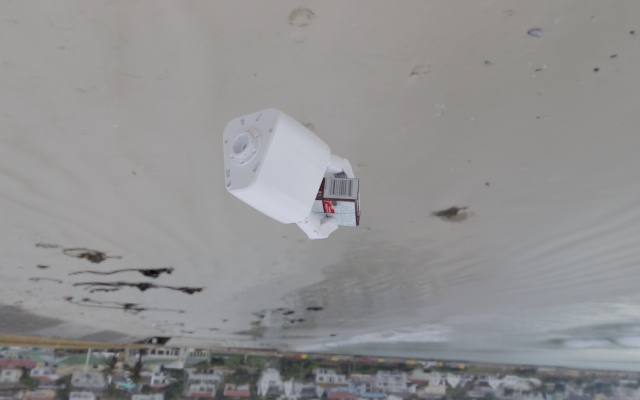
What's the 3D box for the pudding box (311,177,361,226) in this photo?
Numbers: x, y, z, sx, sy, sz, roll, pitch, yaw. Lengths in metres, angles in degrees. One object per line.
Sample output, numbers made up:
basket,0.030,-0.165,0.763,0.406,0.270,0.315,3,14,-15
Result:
pudding box,0.000,0.002,0.688,0.113,0.039,0.090,4,-25,8
